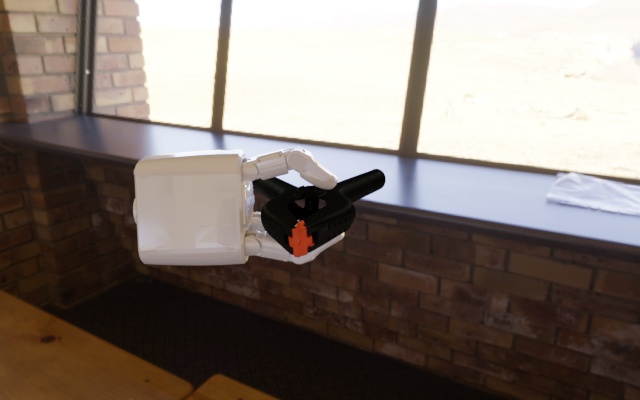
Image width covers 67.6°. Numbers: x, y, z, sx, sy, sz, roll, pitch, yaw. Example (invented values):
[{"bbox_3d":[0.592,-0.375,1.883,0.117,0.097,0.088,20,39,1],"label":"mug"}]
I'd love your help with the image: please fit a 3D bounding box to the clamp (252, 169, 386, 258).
[{"bbox_3d":[0.000,0.001,0.509,0.164,0.036,0.210,-4,19,-1],"label":"clamp"}]
